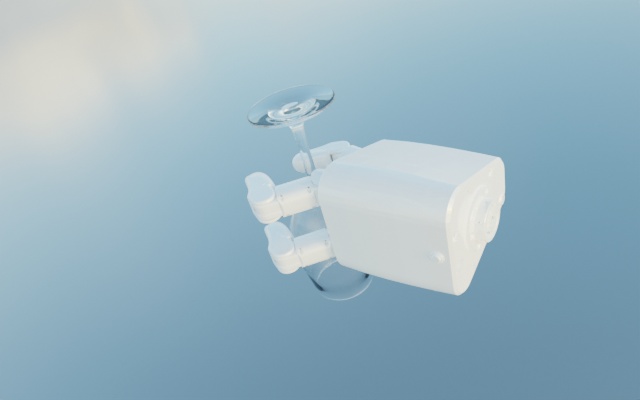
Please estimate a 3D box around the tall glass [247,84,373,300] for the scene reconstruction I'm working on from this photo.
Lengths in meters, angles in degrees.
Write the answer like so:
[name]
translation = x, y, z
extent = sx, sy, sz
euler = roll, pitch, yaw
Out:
[tall glass]
translation = 0.000, 0.001, 0.442
extent = 0.079, 0.201, 0.079
euler = -12, 34, 8
